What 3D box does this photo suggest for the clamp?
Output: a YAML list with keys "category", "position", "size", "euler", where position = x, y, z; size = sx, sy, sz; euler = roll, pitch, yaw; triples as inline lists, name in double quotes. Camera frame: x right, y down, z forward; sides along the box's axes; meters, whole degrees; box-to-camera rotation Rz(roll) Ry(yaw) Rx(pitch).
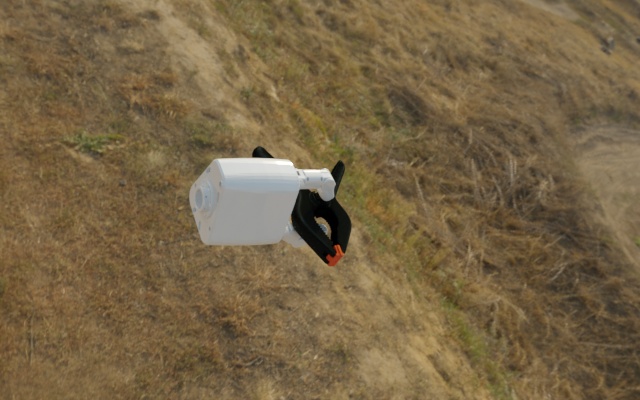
- category: "clamp"
  position: [0.000, 0.002, 0.716]
  size: [0.164, 0.210, 0.036]
  euler: [-1, -39, -36]
